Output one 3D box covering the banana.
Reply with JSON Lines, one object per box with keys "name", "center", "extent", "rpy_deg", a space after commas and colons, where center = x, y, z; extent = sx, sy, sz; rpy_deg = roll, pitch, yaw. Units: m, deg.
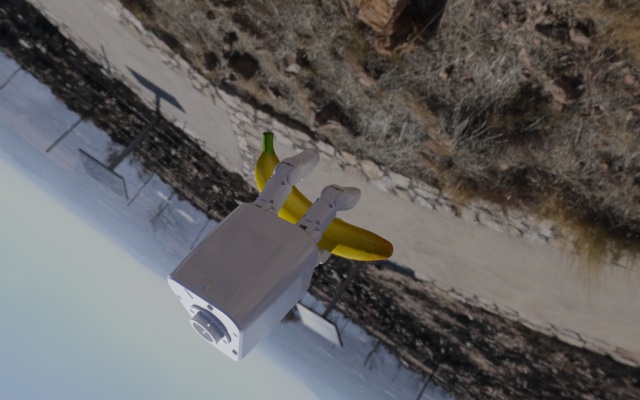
{"name": "banana", "center": [-0.010, 0.011, 0.533], "extent": [0.037, 0.198, 0.070], "rpy_deg": [-36, -16, -46]}
